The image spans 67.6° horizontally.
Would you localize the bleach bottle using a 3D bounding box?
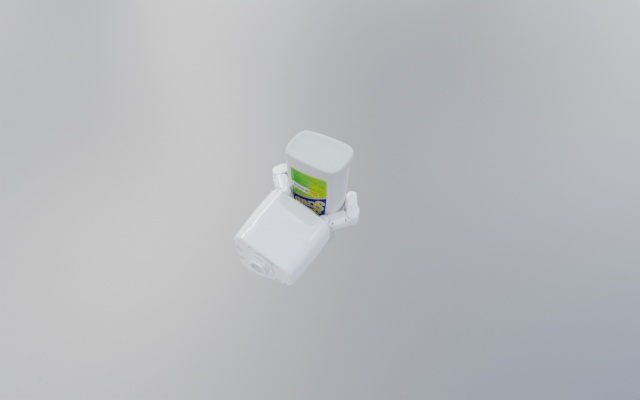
[{"bbox_3d":[0.000,0.003,0.798,0.102,0.068,0.251,25,-34,20],"label":"bleach bottle"}]
